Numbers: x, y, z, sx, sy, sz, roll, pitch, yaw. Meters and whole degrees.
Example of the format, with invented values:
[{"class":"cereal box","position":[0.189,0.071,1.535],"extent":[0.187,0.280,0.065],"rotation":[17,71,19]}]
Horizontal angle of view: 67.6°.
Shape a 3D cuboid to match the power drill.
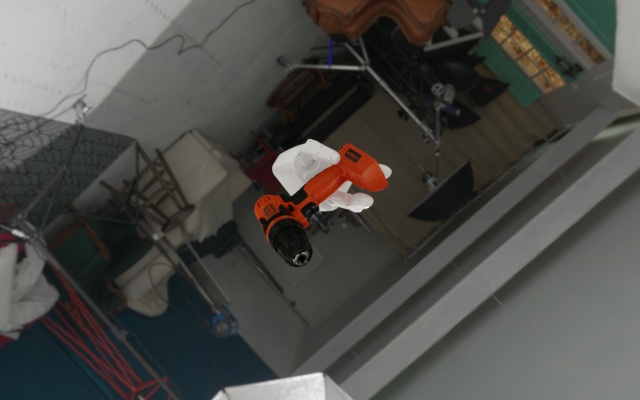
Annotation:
[{"class":"power drill","position":[0.000,0.002,0.687],"extent":[0.187,0.057,0.184],"rotation":[-34,31,-6]}]
